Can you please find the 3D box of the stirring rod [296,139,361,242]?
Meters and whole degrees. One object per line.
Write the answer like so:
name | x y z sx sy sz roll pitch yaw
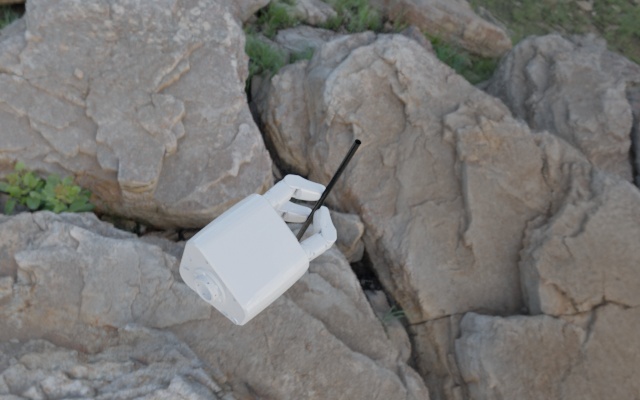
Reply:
stirring rod | 0.000 0.002 0.626 0.011 0.011 0.240 0 -34 -25
